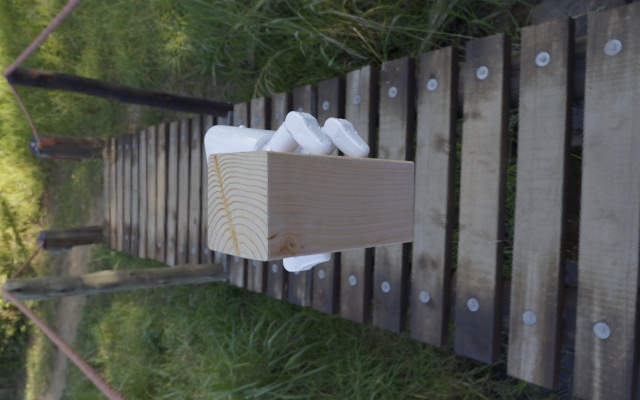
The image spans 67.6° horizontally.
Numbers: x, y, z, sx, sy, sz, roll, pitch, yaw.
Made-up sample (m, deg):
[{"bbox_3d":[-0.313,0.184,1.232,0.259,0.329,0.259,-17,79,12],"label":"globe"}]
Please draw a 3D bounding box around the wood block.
[{"bbox_3d":[0.000,0.002,0.481,0.090,0.091,0.206,3,3,45],"label":"wood block"}]
